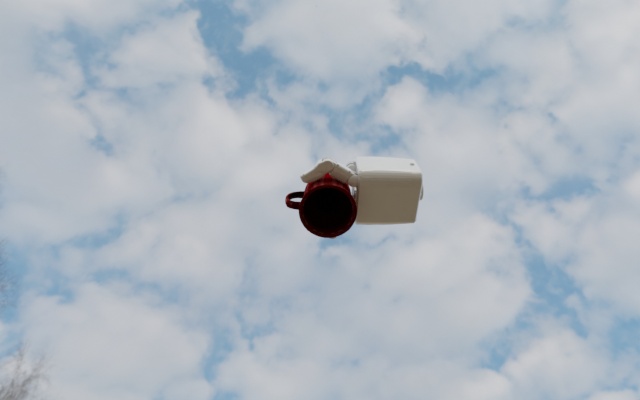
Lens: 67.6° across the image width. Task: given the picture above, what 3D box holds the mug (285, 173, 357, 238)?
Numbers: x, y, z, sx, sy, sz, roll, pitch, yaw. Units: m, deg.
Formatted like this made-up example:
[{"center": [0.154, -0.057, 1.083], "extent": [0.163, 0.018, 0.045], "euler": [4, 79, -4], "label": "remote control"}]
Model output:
[{"center": [-0.001, 0.003, 0.792], "extent": [0.117, 0.093, 0.081], "euler": [2, 22, 0], "label": "mug"}]
